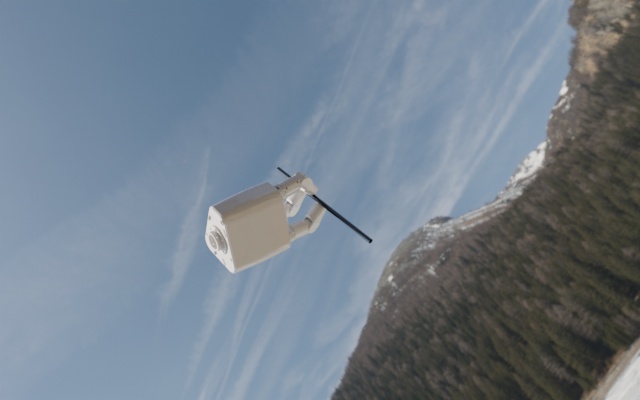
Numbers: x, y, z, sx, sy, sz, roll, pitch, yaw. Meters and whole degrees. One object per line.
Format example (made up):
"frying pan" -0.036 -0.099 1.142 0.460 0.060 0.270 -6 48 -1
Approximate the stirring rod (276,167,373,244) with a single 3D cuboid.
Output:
"stirring rod" 0.000 0.003 0.807 0.011 0.011 0.239 0 30 -49
